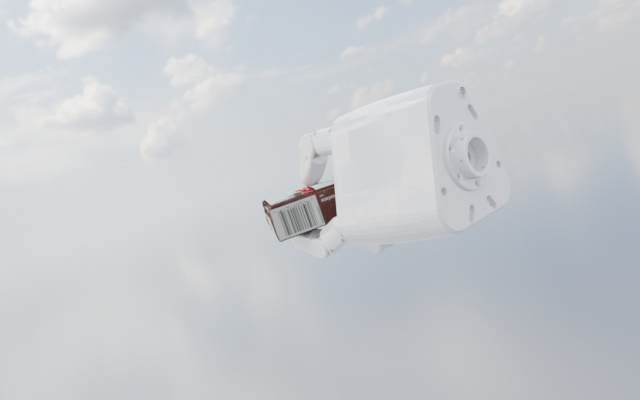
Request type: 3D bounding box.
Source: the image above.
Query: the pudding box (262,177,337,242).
[{"bbox_3d":[0.000,0.001,0.490,0.113,0.039,0.090,-18,6,-9],"label":"pudding box"}]
